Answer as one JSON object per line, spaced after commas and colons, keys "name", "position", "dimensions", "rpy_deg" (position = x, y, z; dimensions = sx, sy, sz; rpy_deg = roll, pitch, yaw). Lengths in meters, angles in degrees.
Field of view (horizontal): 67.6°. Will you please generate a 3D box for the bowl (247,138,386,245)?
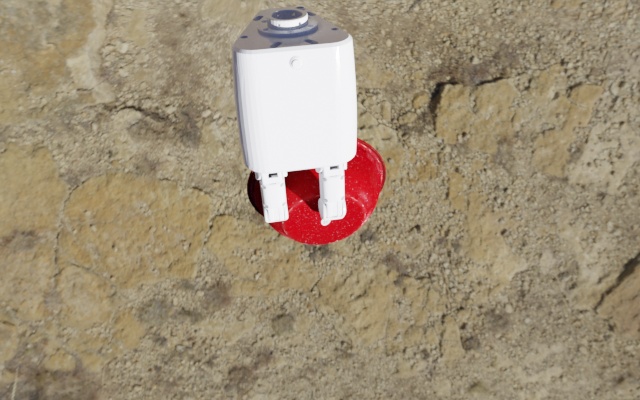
{"name": "bowl", "position": [0.000, 0.003, 0.536], "dimensions": [0.162, 0.055, 0.162], "rpy_deg": [-7, -39, -5]}
